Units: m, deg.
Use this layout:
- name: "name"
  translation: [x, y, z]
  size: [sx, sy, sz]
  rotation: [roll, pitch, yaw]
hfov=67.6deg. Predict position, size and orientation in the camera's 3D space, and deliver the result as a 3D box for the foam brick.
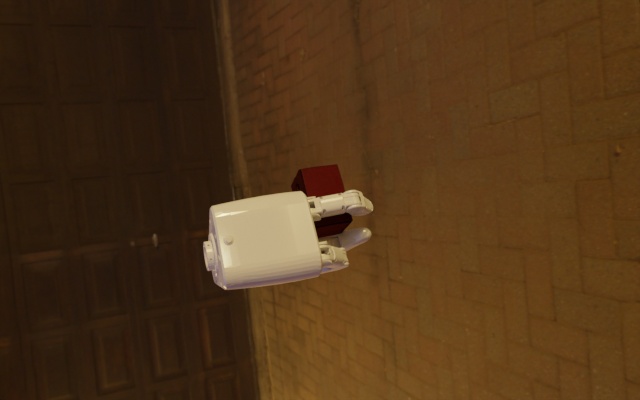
- name: "foam brick"
  translation: [0.000, 0.002, 0.589]
  size: [0.051, 0.078, 0.053]
  rotation: [-8, -19, -18]
